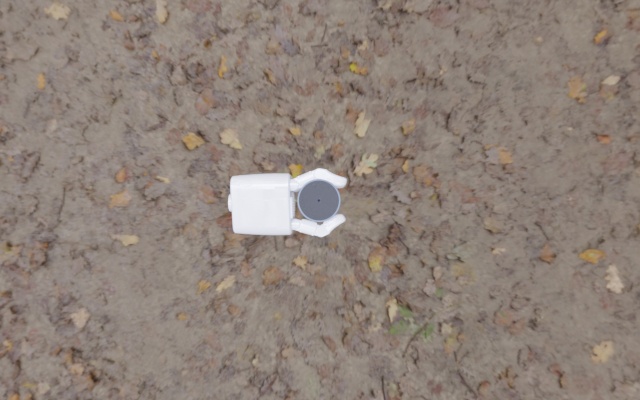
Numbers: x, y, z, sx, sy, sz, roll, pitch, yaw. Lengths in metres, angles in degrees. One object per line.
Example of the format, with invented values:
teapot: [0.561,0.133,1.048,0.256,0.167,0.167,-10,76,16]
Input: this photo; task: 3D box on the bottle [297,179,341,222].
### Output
bottle: [0.000,0.003,0.876,0.069,0.069,0.296,0,-1,1]
